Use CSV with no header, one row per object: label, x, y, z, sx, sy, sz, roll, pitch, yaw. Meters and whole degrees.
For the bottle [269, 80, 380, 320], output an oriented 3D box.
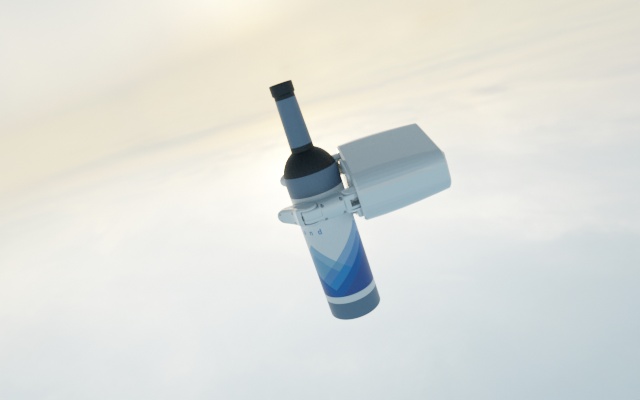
bottle,0.000,0.002,0.578,0.069,0.296,0.069,-17,16,5
